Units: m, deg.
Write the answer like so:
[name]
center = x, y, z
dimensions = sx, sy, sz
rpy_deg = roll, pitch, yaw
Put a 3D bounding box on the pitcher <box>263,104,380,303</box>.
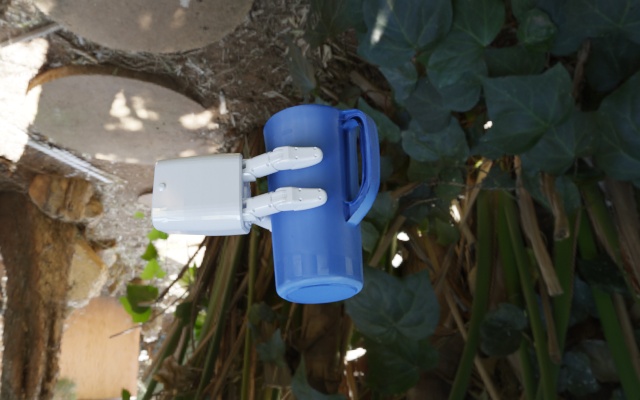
[pitcher]
center = 0.000, 0.002, 0.626
dimensions = 0.145, 0.242, 0.149
rpy_deg = -2, -25, -6
